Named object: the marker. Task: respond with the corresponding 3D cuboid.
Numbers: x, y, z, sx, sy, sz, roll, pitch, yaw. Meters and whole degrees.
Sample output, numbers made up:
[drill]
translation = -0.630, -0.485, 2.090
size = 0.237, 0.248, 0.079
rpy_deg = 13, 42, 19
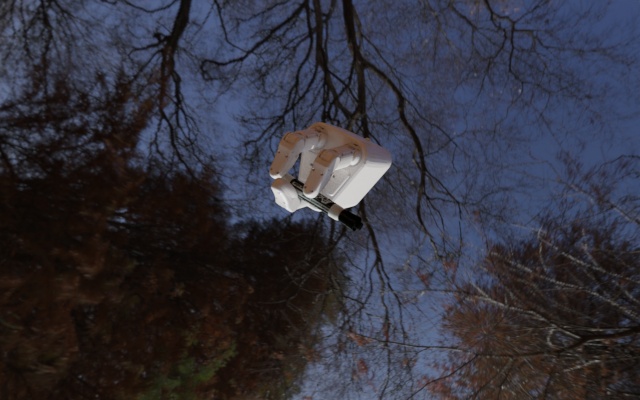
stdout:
[marker]
translation = 0.000, 0.002, 0.575
size = 0.121, 0.020, 0.020
rpy_deg = 31, 14, 25
